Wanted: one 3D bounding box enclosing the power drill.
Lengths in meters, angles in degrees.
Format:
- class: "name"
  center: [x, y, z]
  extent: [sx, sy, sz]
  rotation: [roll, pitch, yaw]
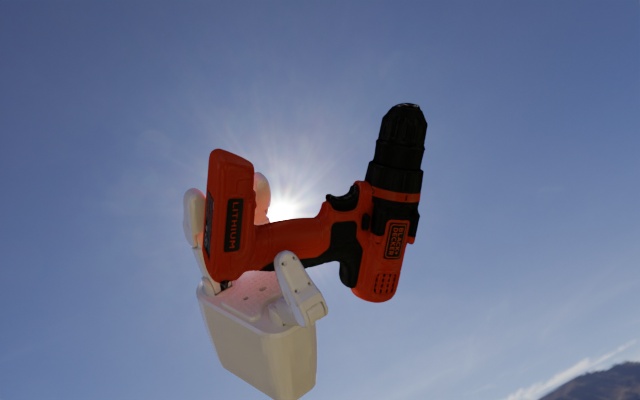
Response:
- class: "power drill"
  center: [0.000, 0.002, 0.406]
  extent: [0.187, 0.184, 0.057]
  rotation: [3, 13, -21]
